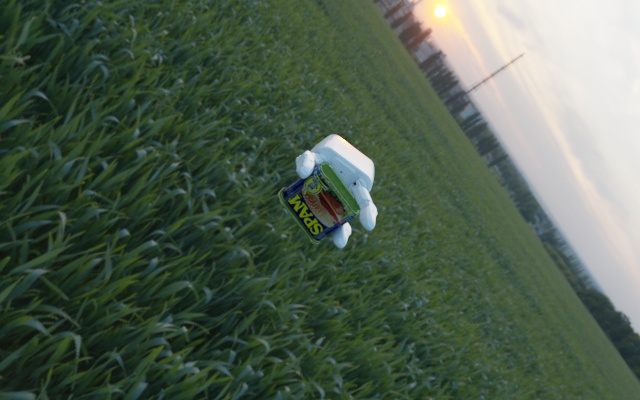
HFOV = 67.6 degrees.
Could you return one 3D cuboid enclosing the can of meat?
[{"bbox_3d":[0.000,0.002,0.735,0.084,0.102,0.057,-34,7,20],"label":"can of meat"}]
